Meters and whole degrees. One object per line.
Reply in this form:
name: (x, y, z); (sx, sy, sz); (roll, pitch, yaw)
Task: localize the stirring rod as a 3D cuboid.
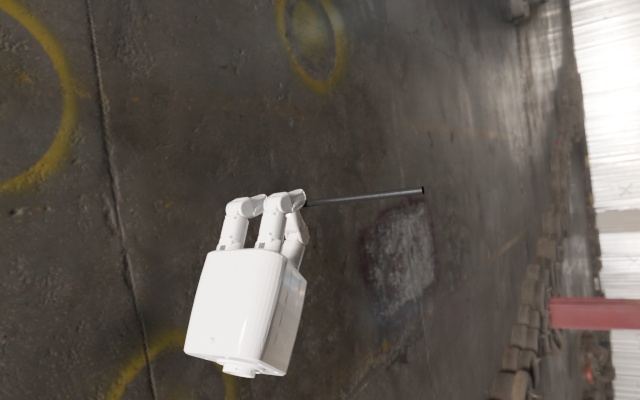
stirring rod: (0.000, 0.002, 0.534); (0.239, 0.011, 0.011); (-7, -4, 32)
